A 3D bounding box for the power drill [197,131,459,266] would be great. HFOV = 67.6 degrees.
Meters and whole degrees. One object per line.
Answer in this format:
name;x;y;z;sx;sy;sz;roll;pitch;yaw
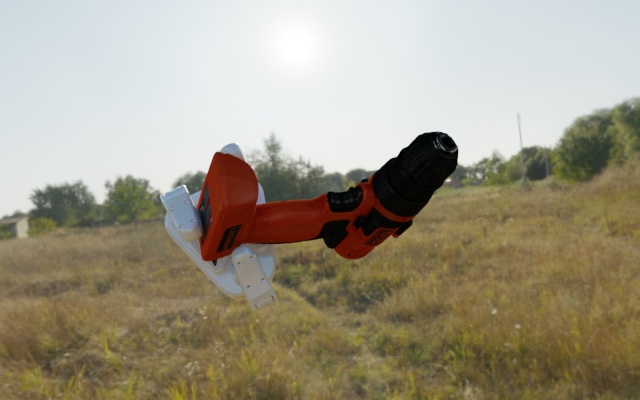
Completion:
power drill;0.000;0.001;0.400;0.187;0.057;0.184;2;-32;-24
